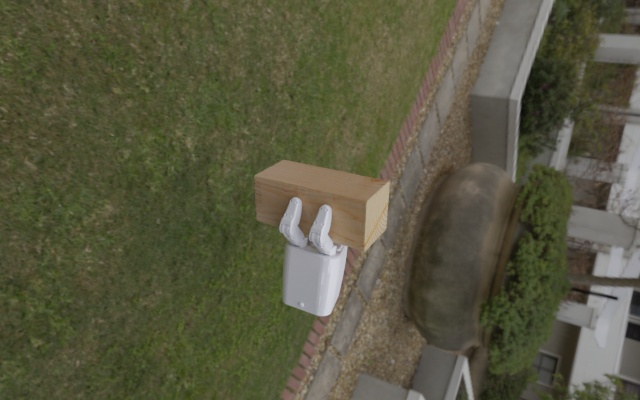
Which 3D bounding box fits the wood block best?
[{"bbox_3d":[0.000,0.003,0.796,0.206,0.090,0.090,14,28,27],"label":"wood block"}]
